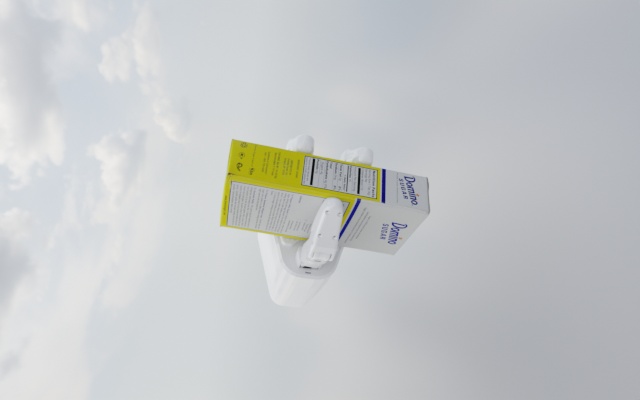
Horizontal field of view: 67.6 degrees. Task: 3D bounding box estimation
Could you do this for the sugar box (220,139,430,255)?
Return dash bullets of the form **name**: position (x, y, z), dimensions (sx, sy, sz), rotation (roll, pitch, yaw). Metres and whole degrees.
- **sugar box**: position (0.000, 0.001, 0.439), dimensions (0.176, 0.048, 0.093), rotation (9, -31, -10)
